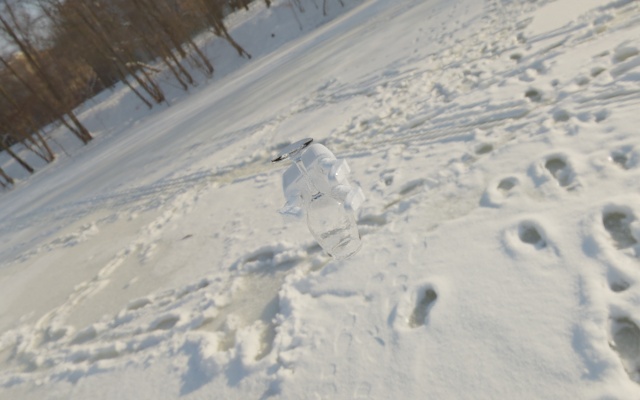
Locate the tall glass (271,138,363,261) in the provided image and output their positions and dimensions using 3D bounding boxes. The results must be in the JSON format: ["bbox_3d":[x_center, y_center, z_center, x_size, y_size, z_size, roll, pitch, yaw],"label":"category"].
[{"bbox_3d":[0.000,0.002,0.780,0.079,0.201,0.079,-25,20,10],"label":"tall glass"}]
